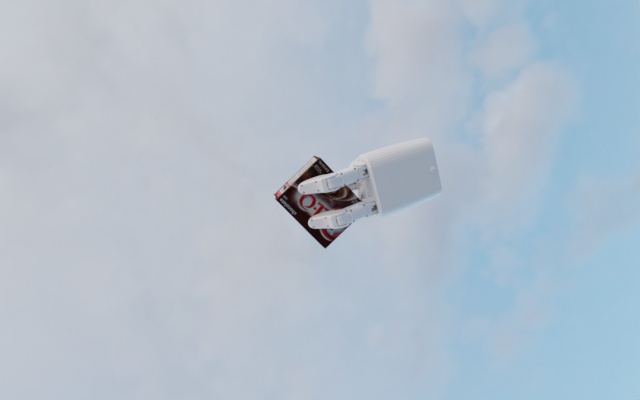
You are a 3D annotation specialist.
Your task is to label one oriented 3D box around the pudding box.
[{"bbox_3d":[0.000,0.002,0.715,0.113,0.090,0.039,46,0,-17],"label":"pudding box"}]
